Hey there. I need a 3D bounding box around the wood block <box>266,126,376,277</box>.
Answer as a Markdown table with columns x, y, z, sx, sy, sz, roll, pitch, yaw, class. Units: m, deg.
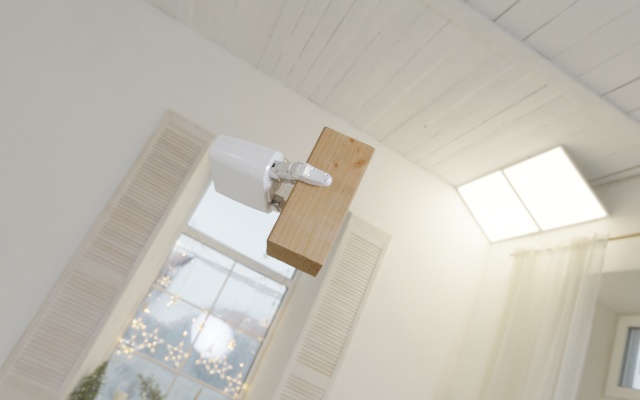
| x | y | z | sx | sy | sz | roll | pitch | yaw | class |
| --- | --- | --- | --- | --- | --- | --- | --- | --- | --- |
| 0.000 | 0.002 | 0.747 | 0.090 | 0.206 | 0.091 | 24 | -21 | 2 | wood block |
